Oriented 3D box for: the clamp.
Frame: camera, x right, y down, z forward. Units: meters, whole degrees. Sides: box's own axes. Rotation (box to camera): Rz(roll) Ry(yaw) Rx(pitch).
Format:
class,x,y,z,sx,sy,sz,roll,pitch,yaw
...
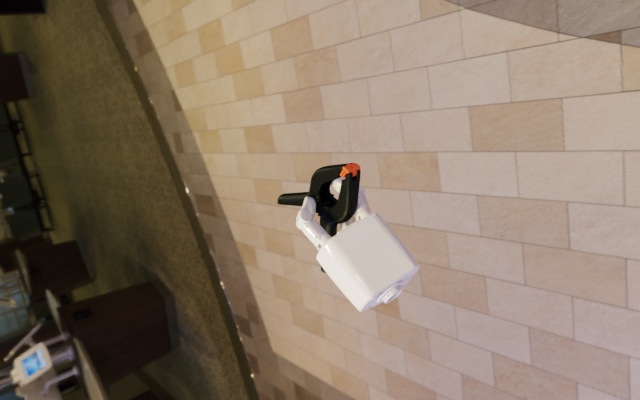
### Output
class,x,y,z,sx,sy,sz,roll,pitch,yaw
clamp,0.000,0.003,0.778,0.036,0.164,0.210,-22,-28,-38
